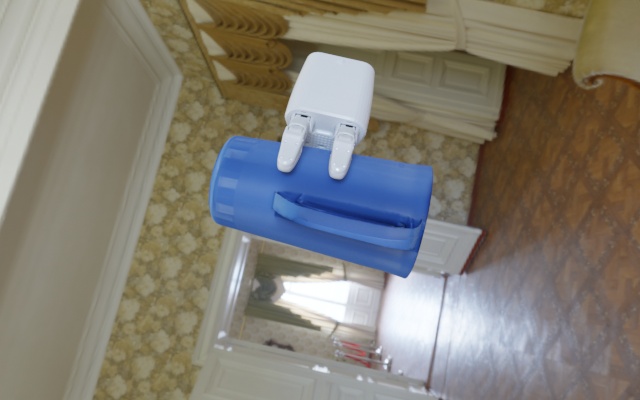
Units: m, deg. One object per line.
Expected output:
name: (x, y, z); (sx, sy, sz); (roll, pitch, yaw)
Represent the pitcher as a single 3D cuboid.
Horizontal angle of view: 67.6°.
pitcher: (0.000, 0.002, 0.549); (0.243, 0.145, 0.149); (12, -33, 3)
